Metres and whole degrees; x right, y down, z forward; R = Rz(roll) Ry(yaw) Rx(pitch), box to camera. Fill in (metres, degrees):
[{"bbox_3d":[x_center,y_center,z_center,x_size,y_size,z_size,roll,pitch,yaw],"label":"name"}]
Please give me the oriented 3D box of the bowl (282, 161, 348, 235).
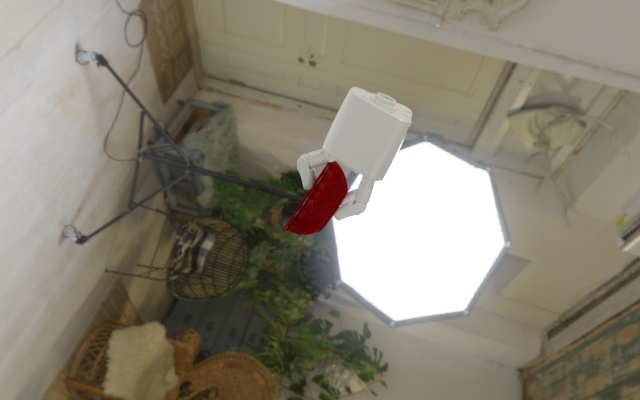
[{"bbox_3d":[0.000,0.004,0.824,0.055,0.162,0.162,35,-2,-3],"label":"bowl"}]
